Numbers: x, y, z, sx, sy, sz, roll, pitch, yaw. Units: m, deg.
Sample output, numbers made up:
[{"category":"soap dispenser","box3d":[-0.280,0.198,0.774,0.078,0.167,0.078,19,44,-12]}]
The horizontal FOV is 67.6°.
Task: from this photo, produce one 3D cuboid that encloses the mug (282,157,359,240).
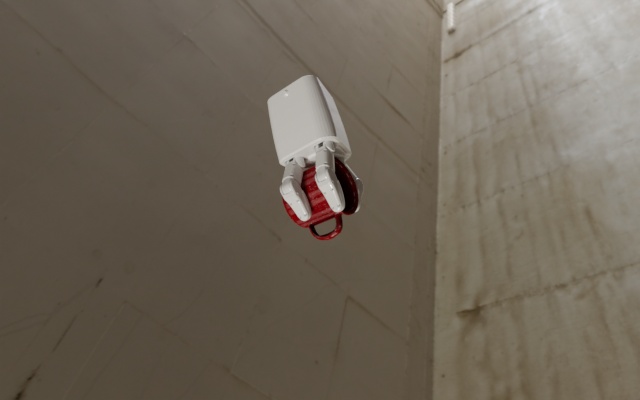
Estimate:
[{"category":"mug","box3d":[0.000,0.004,0.708,0.081,0.117,0.093,-24,-20,31]}]
